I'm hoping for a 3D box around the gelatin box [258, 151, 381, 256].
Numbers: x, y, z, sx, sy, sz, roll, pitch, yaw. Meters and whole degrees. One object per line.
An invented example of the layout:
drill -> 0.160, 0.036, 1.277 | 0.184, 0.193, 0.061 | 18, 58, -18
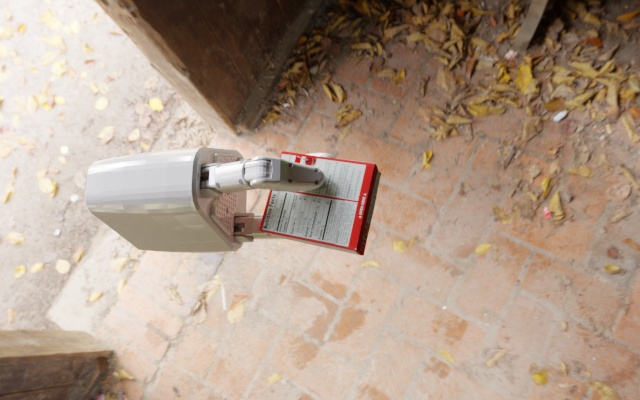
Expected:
gelatin box -> 0.000, 0.001, 0.403 | 0.089, 0.073, 0.030 | 9, -12, 20
